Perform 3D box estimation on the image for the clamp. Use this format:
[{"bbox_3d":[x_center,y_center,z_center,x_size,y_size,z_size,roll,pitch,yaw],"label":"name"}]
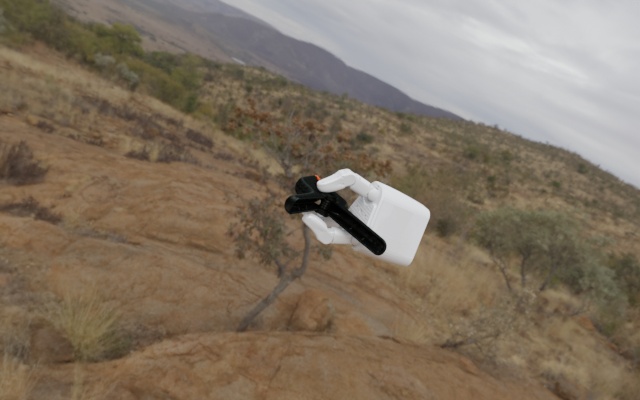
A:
[{"bbox_3d":[0.001,0.002,0.739,0.164,0.036,0.210,26,14,-26],"label":"clamp"}]
